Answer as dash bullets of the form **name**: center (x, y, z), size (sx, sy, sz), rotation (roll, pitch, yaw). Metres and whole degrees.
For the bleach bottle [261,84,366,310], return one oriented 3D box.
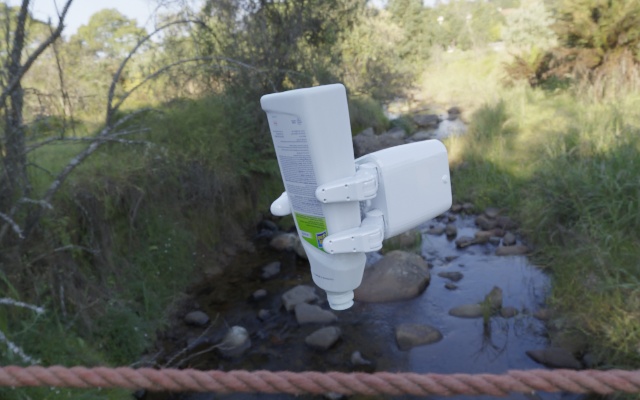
- **bleach bottle**: center (0.000, 0.002, 0.539), size (0.068, 0.251, 0.102), rotation (-19, 17, -31)
